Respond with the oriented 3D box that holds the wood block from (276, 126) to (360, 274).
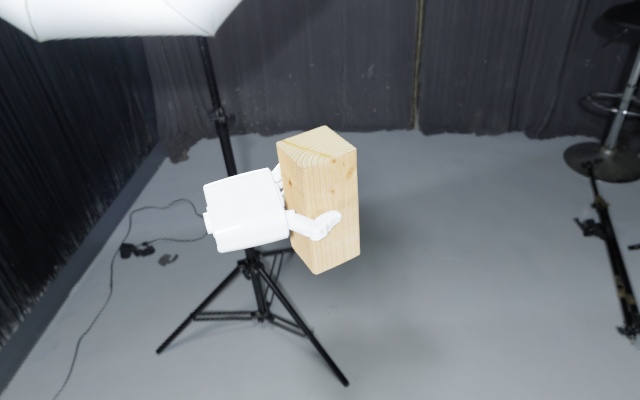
[{"bbox_3d":[0.000,0.003,0.754,0.090,0.206,0.090,-22,40,-20],"label":"wood block"}]
